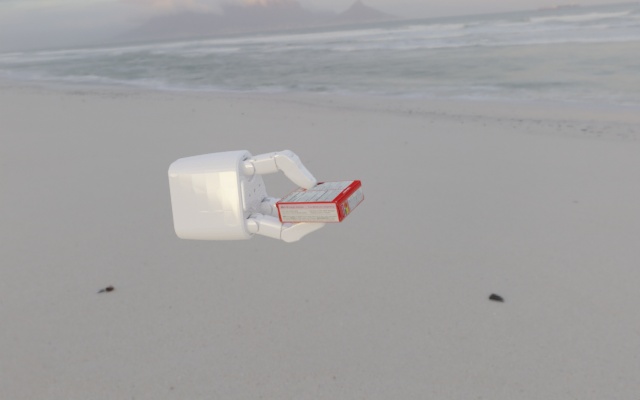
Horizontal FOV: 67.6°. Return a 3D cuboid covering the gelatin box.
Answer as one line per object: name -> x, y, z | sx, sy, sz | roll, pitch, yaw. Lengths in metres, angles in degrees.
gelatin box -> 0.000, 0.002, 0.600 | 0.089, 0.030, 0.073 | -3, 20, 30
